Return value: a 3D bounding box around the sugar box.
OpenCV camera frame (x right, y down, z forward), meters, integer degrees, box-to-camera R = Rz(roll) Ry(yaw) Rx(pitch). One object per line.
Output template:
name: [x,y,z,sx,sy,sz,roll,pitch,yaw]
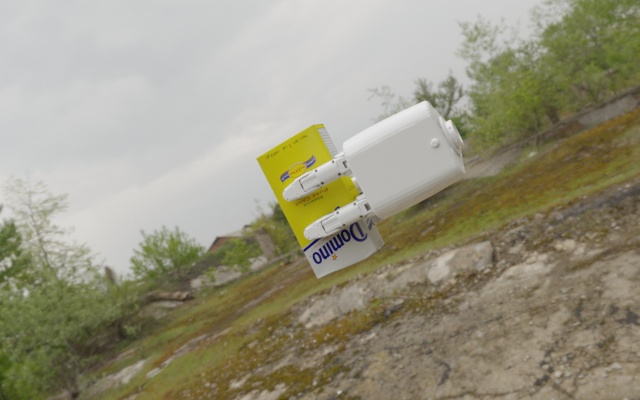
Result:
sugar box: [0.000,0.002,0.608,0.093,0.176,0.048,-28,-2,22]
